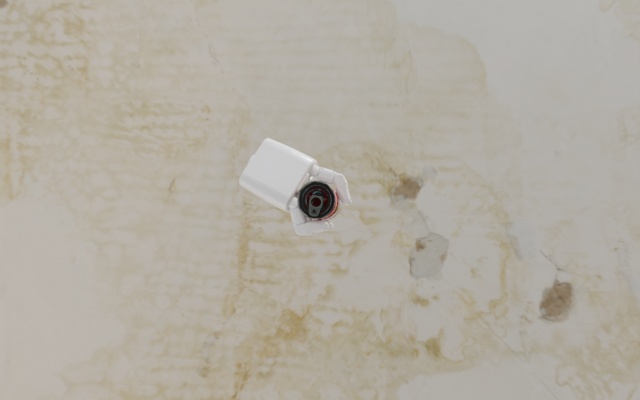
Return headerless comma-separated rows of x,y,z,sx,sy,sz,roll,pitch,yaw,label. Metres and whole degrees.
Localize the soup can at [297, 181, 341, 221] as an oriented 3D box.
0.001,0.003,0.880,0.068,0.068,0.102,0,-4,9,soup can
